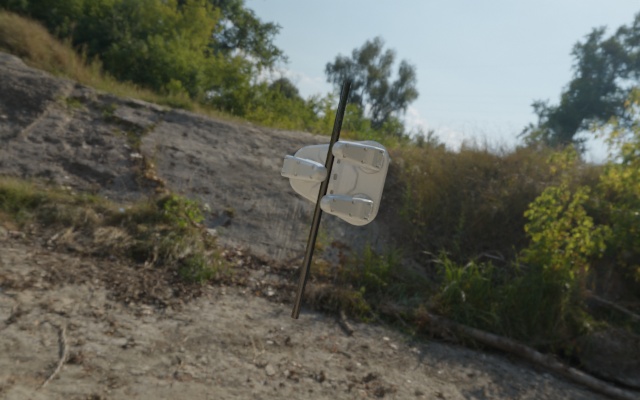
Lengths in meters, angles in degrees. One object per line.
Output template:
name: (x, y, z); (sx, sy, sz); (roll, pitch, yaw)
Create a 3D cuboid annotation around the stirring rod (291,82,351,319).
stirring rod: (0.000, 0.002, 0.476); (0.011, 0.239, 0.011); (13, 4, -1)
